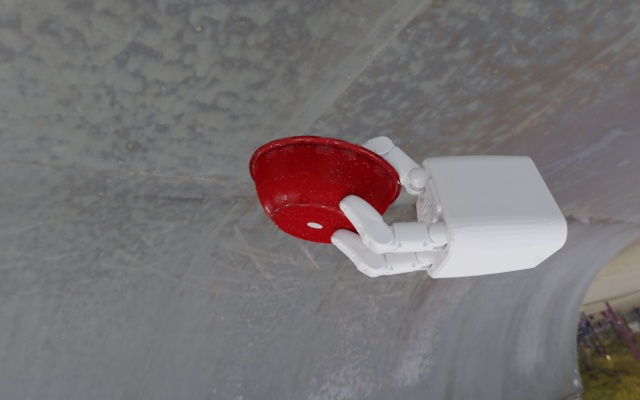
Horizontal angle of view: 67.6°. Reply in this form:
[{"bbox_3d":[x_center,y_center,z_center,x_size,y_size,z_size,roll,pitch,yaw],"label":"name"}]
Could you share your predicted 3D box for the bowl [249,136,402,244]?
[{"bbox_3d":[-0.001,0.002,0.491,0.162,0.055,0.162,8,-27,4],"label":"bowl"}]
